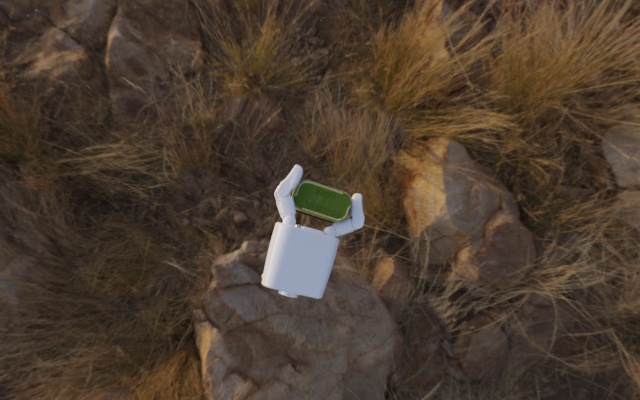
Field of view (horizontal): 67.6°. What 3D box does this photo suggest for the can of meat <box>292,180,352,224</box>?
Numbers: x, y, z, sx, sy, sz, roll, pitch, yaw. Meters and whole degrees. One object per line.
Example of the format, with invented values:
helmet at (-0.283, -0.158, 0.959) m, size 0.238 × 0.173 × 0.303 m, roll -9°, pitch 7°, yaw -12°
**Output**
can of meat at (0.000, 0.003, 0.824) m, size 0.102 × 0.057 × 0.084 m, roll 18°, pitch -4°, yaw -3°
